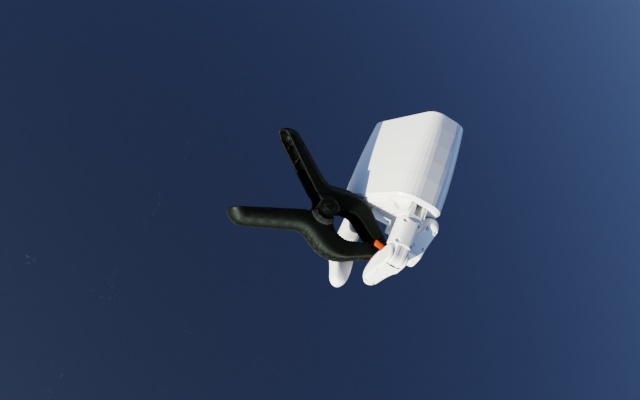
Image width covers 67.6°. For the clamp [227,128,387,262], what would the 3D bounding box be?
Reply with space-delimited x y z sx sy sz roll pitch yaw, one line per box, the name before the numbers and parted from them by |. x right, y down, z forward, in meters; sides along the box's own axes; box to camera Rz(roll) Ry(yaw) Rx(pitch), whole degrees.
clamp | 0.000 0.002 0.504 0.171 0.120 0.039 27 -18 -16
